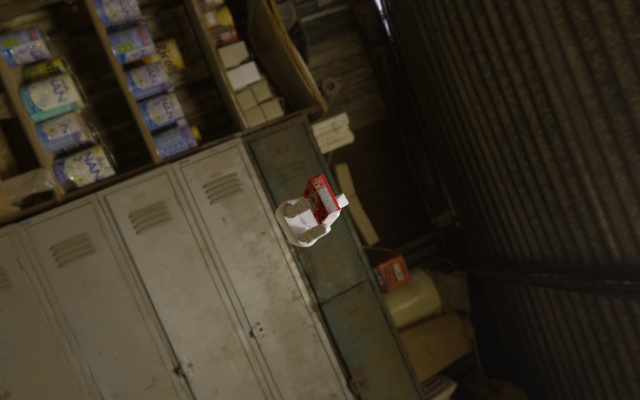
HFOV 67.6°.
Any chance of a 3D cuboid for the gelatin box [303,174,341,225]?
[{"bbox_3d":[0.001,0.003,0.857,0.030,0.073,0.089,-23,-12,-17],"label":"gelatin box"}]
